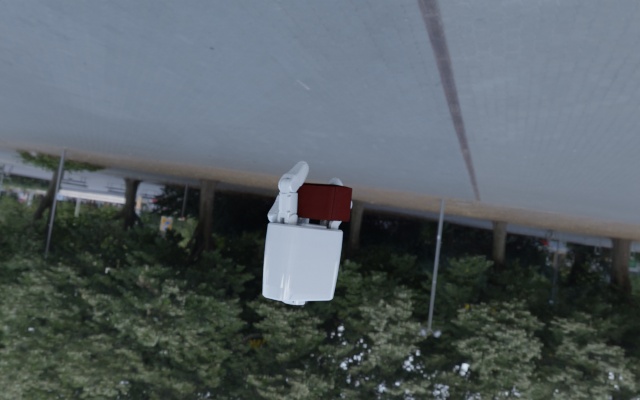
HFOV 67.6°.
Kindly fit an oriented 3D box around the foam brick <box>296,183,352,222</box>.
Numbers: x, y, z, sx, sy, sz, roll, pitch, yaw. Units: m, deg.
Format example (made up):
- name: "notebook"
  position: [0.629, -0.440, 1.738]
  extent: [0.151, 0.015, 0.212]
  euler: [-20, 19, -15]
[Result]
- name: "foam brick"
  position: [0.000, 0.002, 0.696]
  extent: [0.078, 0.051, 0.053]
  euler: [5, -2, 33]
